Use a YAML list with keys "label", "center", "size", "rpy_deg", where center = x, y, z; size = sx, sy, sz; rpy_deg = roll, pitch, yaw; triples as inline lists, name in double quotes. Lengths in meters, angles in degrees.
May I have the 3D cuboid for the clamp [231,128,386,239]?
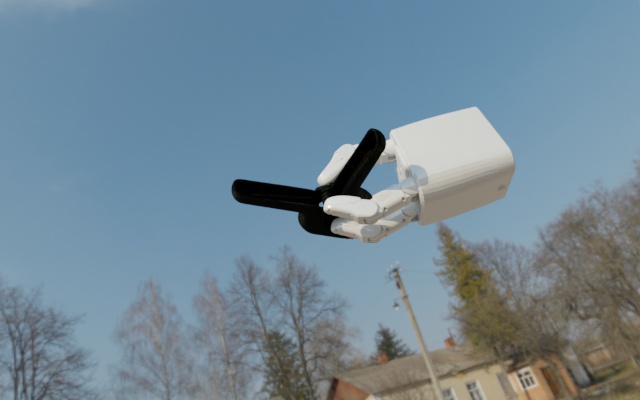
- label: "clamp"
  center: [0.000, 0.001, 0.557]
  size: [0.164, 0.036, 0.210]
  rpy_deg: [-16, -27, 2]
